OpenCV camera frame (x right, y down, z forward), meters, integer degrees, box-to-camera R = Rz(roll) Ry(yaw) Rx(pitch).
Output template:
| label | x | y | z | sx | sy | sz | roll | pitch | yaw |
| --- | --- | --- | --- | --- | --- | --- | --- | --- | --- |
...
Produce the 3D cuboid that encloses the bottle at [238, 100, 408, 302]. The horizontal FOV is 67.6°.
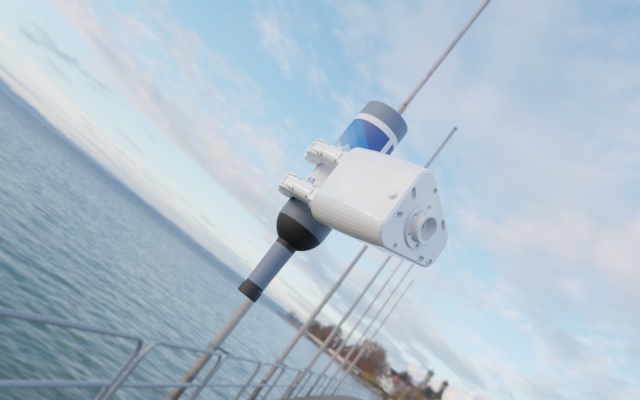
| label | x | y | z | sx | sy | sz | roll | pitch | yaw |
| --- | --- | --- | --- | --- | --- | --- | --- | --- | --- |
| bottle | 0.000 | 0.002 | 0.604 | 0.069 | 0.295 | 0.069 | 36 | -13 | 10 |
